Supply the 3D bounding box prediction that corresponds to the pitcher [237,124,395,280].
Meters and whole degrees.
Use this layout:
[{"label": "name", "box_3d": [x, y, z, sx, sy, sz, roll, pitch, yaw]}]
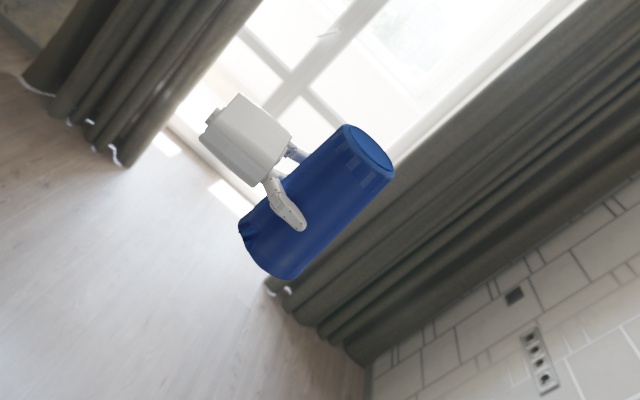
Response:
[{"label": "pitcher", "box_3d": [0.000, 0.002, 0.740, 0.243, 0.145, 0.149, -44, 13, 23]}]
